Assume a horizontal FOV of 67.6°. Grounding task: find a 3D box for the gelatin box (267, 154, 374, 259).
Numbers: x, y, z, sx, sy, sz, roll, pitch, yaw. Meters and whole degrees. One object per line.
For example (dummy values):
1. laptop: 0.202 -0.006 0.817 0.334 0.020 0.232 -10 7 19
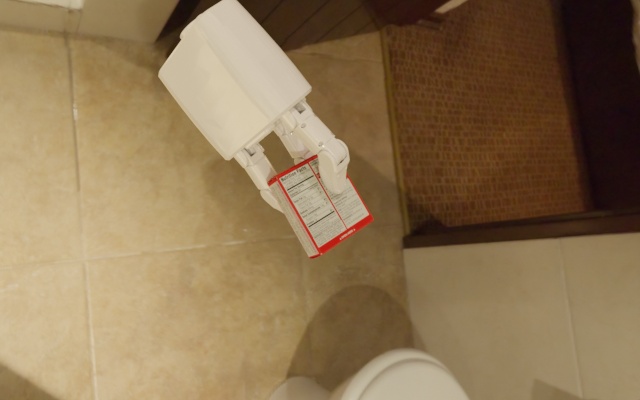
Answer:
1. gelatin box: 0.000 0.002 0.476 0.073 0.089 0.030 -31 1 -30
